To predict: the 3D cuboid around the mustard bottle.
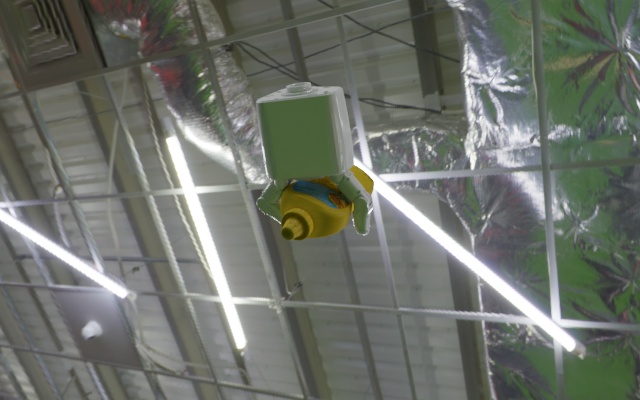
[{"bbox_3d":[0.000,0.002,0.657,0.096,0.058,0.191,25,32,14],"label":"mustard bottle"}]
